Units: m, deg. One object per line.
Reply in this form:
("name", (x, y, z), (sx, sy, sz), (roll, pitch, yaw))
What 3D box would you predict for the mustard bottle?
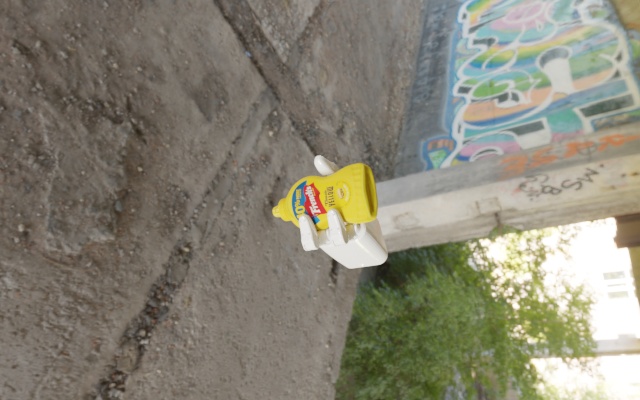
("mustard bottle", (0.000, 0.003, 0.819), (0.191, 0.096, 0.058), (-13, -12, 29))
